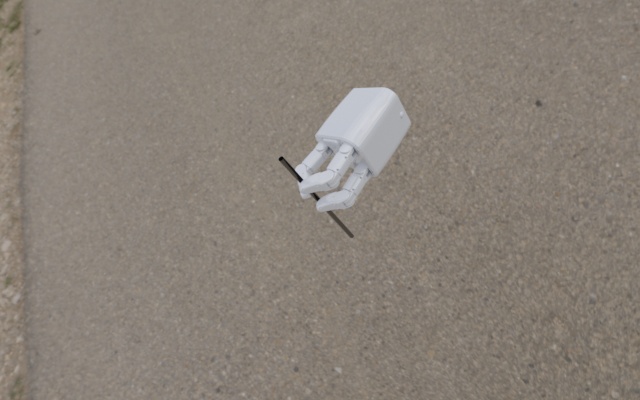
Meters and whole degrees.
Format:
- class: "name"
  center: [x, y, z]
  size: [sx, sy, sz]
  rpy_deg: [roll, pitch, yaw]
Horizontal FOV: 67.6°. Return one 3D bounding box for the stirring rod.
- class: "stirring rod"
  center: [0.000, 0.002, 0.749]
  size: [0.011, 0.011, 0.240]
  rpy_deg: [0, -30, 32]
